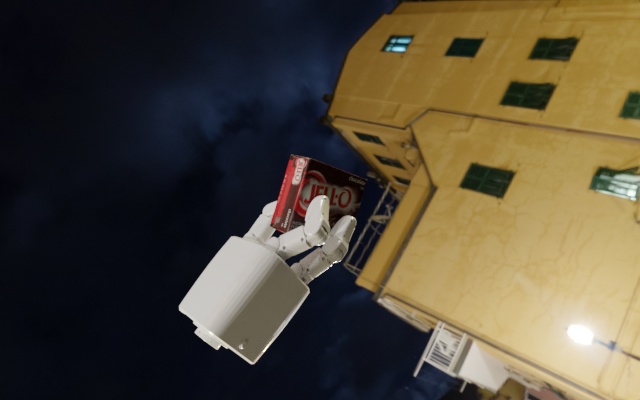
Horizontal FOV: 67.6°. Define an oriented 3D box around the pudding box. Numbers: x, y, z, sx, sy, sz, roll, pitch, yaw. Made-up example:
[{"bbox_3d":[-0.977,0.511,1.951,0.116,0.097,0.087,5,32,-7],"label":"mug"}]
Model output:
[{"bbox_3d":[0.000,0.002,0.580,0.039,0.090,0.113,18,2,42],"label":"pudding box"}]
